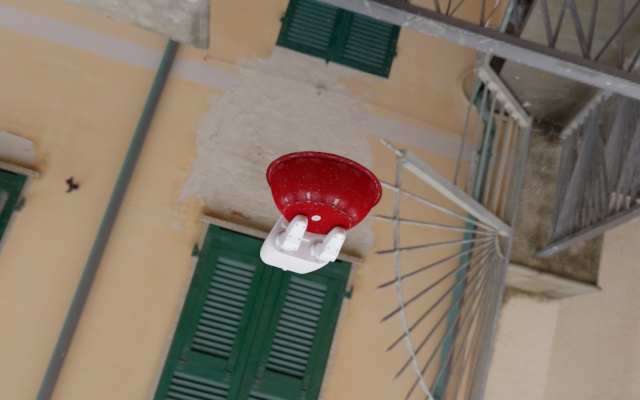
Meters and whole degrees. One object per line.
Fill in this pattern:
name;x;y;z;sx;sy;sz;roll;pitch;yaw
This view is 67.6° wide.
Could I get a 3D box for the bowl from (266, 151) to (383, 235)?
bowl;0.000;0.002;0.640;0.162;0.055;0.162;9;-29;5
